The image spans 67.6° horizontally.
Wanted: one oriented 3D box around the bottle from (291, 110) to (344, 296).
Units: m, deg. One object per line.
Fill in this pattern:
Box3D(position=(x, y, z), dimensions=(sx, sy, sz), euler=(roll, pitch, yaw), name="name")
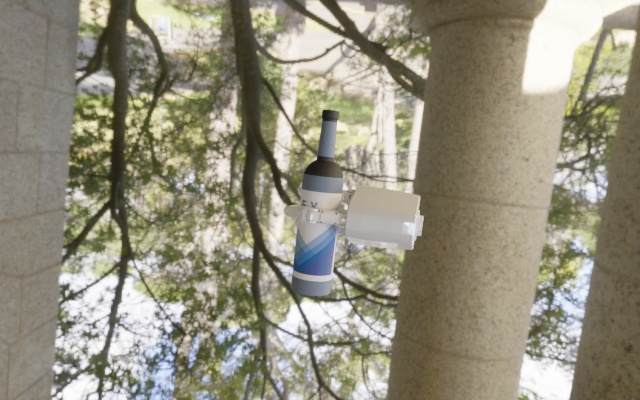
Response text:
Box3D(position=(0.000, 0.003, 0.775), dimensions=(0.069, 0.296, 0.069), euler=(6, 6, -1), name="bottle")
